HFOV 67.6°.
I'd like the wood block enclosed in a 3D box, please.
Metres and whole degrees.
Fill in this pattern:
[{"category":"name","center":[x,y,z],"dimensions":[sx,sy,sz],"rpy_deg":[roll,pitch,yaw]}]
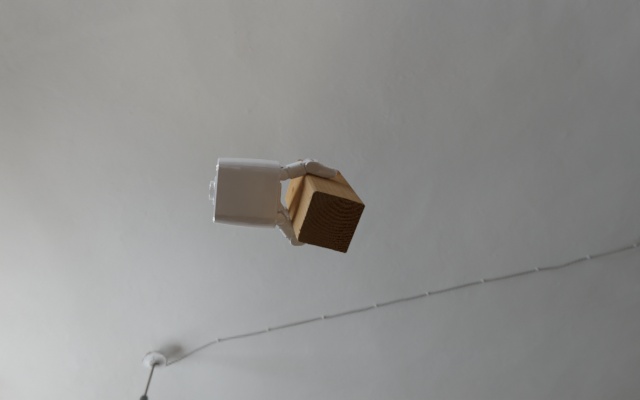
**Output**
[{"category":"wood block","center":[0.000,0.002,0.852],"dimensions":[0.090,0.091,0.206],"rpy_deg":[16,16,-15]}]
